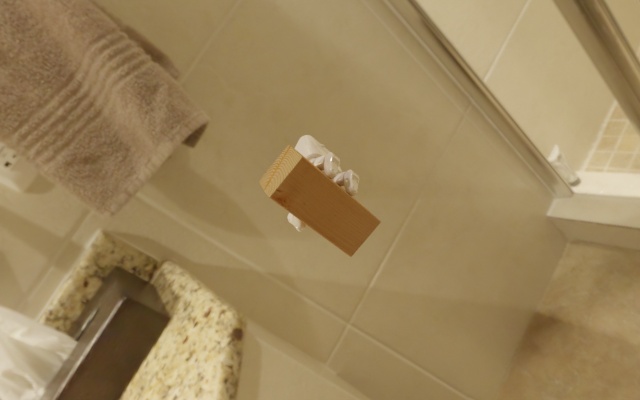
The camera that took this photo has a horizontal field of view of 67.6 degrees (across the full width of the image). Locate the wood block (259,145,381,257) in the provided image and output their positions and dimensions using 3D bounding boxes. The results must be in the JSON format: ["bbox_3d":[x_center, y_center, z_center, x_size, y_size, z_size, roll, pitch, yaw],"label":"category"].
[{"bbox_3d":[0.000,0.003,0.879,0.206,0.091,0.090,38,5,-28],"label":"wood block"}]
